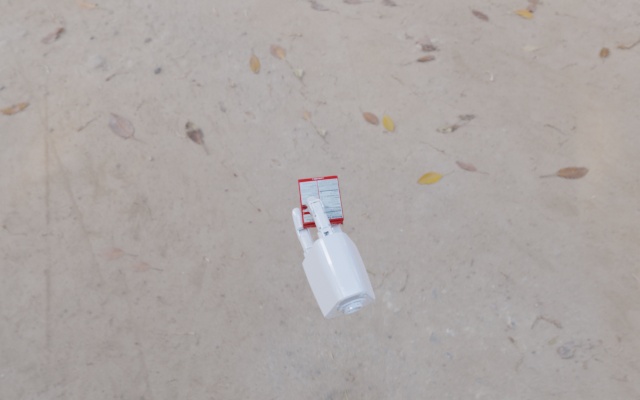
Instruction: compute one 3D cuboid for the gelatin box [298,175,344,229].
[{"bbox_3d":[0.000,0.002,0.852,0.073,0.089,0.030,-7,-21,-2],"label":"gelatin box"}]
